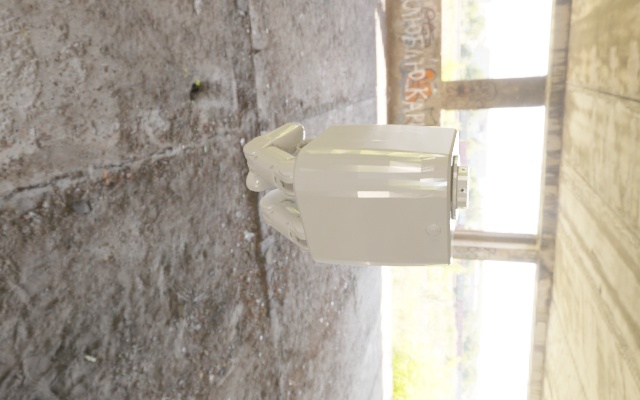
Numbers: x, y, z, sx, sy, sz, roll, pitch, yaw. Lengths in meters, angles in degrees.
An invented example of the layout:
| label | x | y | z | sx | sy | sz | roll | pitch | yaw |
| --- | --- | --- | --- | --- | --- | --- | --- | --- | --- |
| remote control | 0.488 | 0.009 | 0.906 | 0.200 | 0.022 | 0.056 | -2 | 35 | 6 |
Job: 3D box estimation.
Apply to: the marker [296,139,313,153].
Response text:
| label | x | y | z | sx | sy | sz | roll | pitch | yaw |
| --- | --- | --- | --- | --- | --- | --- | --- | --- | --- |
| marker | 0.000 | 0.001 | 0.424 | 0.020 | 0.121 | 0.020 | -8 | 38 | 6 |
